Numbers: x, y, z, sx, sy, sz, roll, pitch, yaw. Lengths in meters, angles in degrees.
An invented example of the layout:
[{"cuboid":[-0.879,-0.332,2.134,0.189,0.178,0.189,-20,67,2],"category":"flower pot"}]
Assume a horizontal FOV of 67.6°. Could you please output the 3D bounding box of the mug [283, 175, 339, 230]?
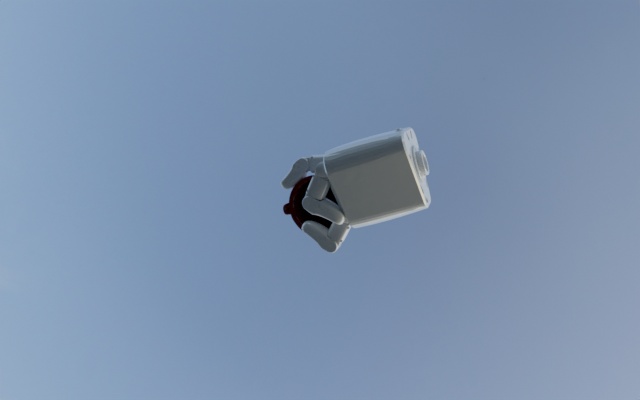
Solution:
[{"cuboid":[-0.001,0.003,0.721,0.117,0.093,0.081,-13,9,23],"category":"mug"}]
